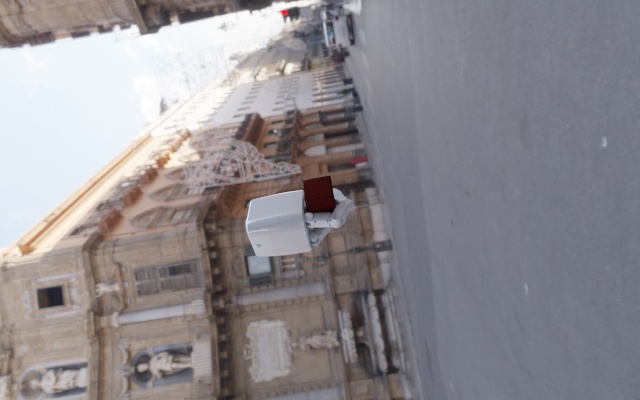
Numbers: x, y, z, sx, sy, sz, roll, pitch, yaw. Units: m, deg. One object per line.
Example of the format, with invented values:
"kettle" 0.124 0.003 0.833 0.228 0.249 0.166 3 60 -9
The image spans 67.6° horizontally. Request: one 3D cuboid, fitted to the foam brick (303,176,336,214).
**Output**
"foam brick" 0.000 0.003 0.870 0.051 0.053 0.078 -8 -44 3
